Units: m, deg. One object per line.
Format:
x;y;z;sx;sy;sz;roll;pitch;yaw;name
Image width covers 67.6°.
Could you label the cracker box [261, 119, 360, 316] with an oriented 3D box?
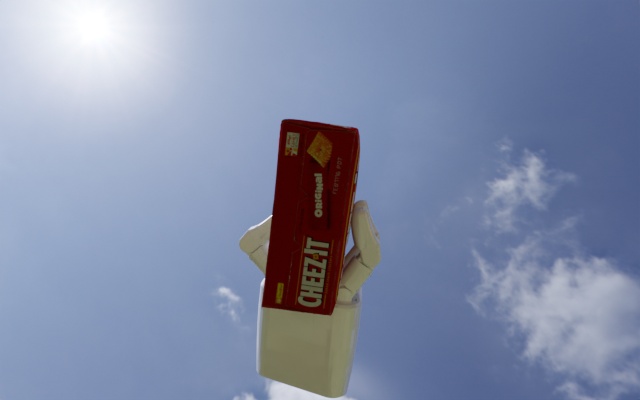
0.000;0.002;0.499;0.072;0.164;0.213;7;9;4;cracker box
